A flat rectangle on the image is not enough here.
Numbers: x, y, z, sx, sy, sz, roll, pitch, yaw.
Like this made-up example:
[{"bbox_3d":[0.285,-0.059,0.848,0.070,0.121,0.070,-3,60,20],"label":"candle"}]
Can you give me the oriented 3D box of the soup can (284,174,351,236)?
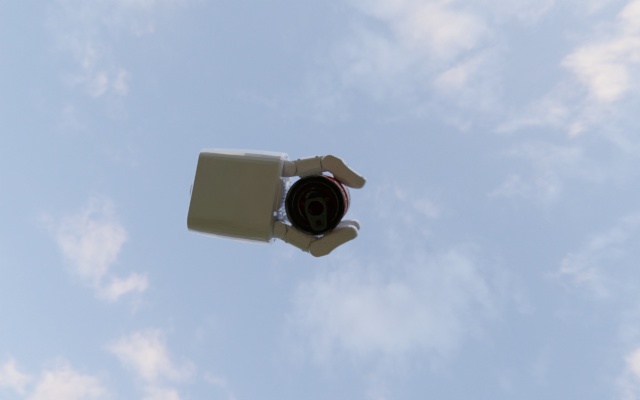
[{"bbox_3d":[0.001,0.002,0.577,0.068,0.068,0.102,0,4,8],"label":"soup can"}]
